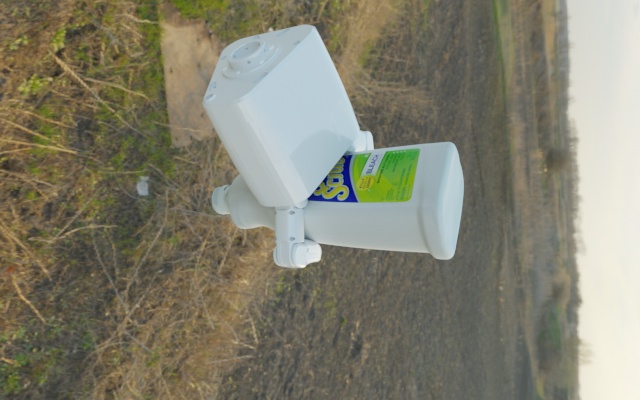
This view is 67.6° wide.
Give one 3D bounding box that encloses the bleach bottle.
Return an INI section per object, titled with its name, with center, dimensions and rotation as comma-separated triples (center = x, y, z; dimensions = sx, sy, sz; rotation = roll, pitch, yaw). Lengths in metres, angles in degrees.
[bleach bottle]
center = 0.000, 0.001, 0.453
dimensions = 0.251, 0.102, 0.068
rotation = -2, -45, 27
